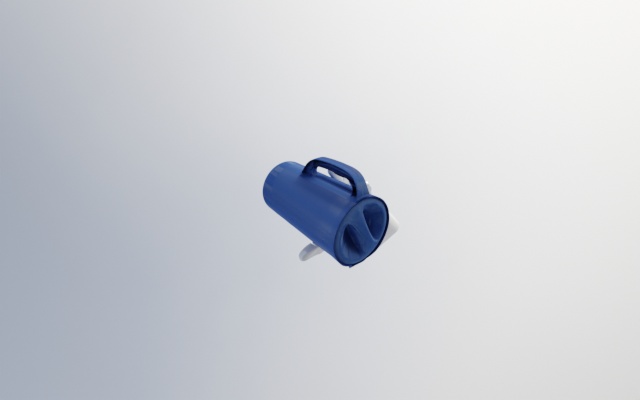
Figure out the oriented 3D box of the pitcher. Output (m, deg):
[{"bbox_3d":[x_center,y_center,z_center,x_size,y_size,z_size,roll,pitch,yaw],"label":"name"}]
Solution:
[{"bbox_3d":[0.000,0.003,0.888,0.242,0.149,0.145,30,-4,42],"label":"pitcher"}]
